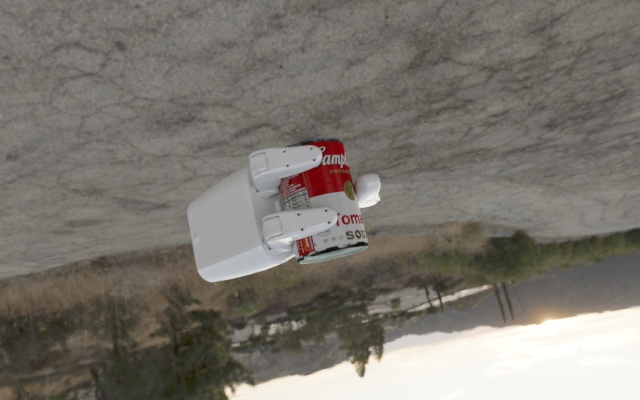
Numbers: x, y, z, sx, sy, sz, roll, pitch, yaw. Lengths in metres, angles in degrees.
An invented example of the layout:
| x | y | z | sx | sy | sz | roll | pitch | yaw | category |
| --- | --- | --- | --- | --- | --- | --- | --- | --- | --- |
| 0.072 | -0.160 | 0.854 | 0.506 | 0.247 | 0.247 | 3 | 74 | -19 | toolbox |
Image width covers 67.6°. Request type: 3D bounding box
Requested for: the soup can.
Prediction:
| x | y | z | sx | sy | sz | roll | pitch | yaw | category |
| --- | --- | --- | --- | --- | --- | --- | --- | --- | --- |
| 0.001 | 0.002 | 0.440 | 0.068 | 0.102 | 0.068 | -13 | -12 | -3 | soup can |
